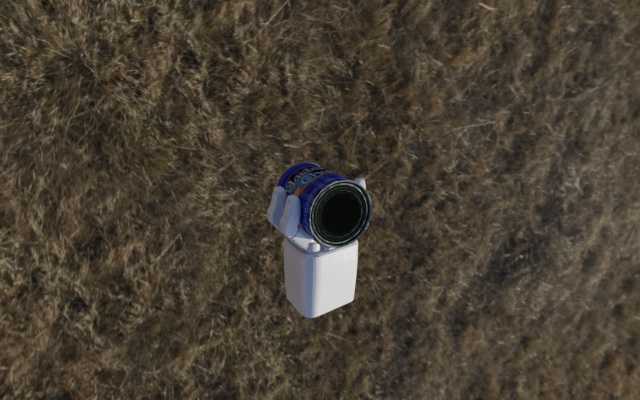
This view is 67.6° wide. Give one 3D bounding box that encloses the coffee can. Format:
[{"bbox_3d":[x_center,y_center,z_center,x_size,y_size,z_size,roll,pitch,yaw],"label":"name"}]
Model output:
[{"bbox_3d":[0.000,0.002,0.745,0.103,0.103,0.140,0,15,-26],"label":"coffee can"}]
